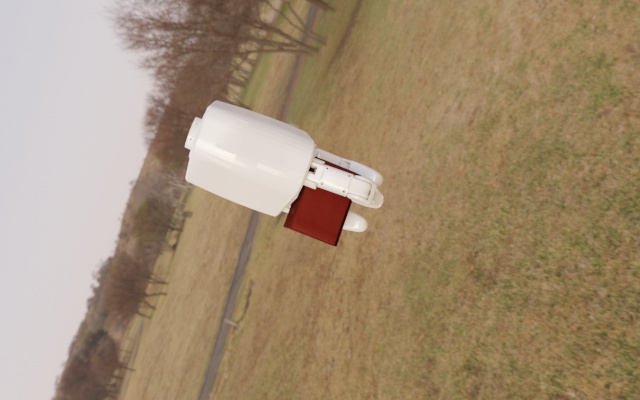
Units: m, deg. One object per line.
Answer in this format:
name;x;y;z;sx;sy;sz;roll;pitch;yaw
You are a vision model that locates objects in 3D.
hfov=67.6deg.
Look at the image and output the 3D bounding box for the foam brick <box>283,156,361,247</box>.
foam brick;0.000;0.002;0.496;0.051;0.078;0.053;20;-6;-13
